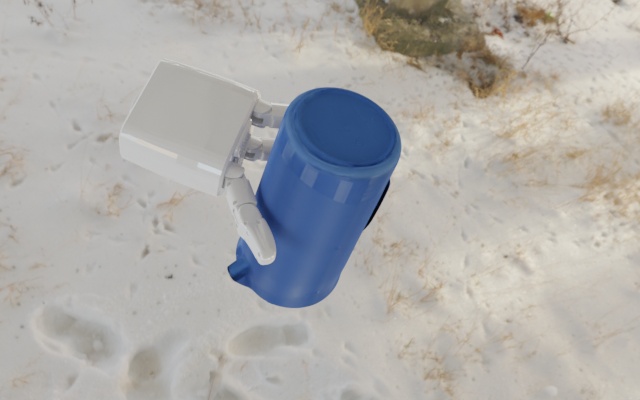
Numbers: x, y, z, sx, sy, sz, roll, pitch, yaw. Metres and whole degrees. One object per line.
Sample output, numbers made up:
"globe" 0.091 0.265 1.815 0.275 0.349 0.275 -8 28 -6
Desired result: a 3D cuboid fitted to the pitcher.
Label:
"pitcher" 0.000 0.002 0.506 0.145 0.149 0.243 22 -39 -2
